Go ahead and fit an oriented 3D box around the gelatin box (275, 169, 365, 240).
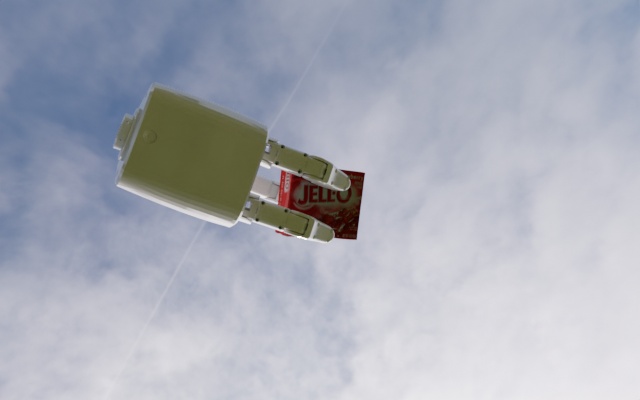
[{"bbox_3d":[0.000,0.002,0.496,0.089,0.073,0.030,6,2,-31],"label":"gelatin box"}]
